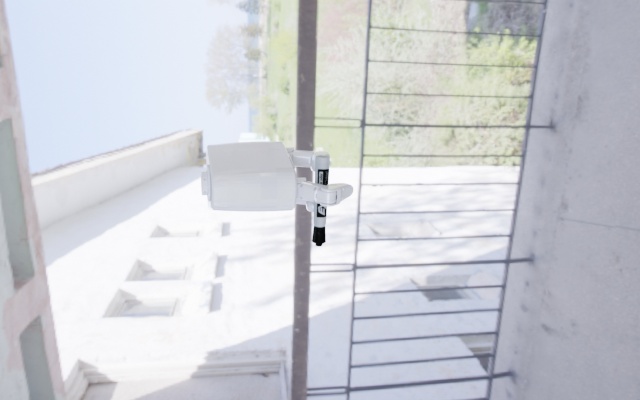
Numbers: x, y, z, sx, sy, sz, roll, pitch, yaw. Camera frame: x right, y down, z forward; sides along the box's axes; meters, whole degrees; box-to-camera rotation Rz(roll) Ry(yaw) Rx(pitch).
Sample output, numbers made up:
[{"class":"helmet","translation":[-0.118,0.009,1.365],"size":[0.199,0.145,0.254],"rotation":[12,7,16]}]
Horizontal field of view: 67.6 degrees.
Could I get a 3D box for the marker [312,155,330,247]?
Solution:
[{"class":"marker","translation":[0.000,0.002,0.623],"size":[0.020,0.121,0.020],"rotation":[2,15,-1]}]
